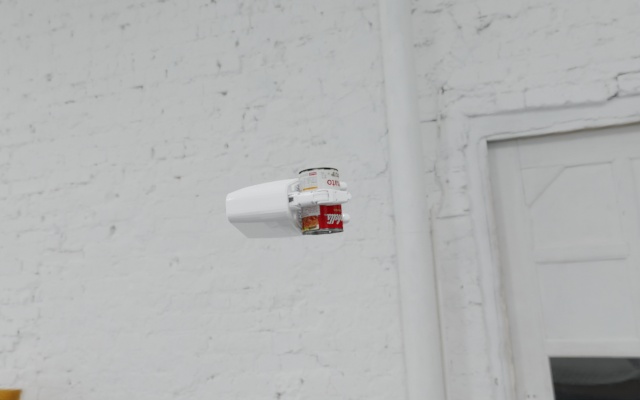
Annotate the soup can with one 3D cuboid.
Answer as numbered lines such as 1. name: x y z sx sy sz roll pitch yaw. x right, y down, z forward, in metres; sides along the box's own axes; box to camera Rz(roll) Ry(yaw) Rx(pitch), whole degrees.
1. soup can: 0.001 0.002 0.777 0.068 0.102 0.068 -4 -9 -1
